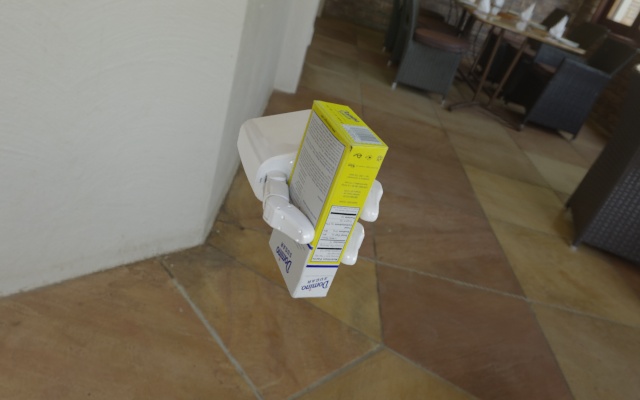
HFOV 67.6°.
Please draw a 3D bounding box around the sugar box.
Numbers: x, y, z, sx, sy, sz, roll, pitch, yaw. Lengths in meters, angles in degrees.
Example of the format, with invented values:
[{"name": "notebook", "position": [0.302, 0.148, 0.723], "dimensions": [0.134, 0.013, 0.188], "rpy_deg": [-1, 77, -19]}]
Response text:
[{"name": "sugar box", "position": [0.001, 0.001, 0.477], "dimensions": [0.048, 0.176, 0.093], "rpy_deg": [2, 33, -26]}]
